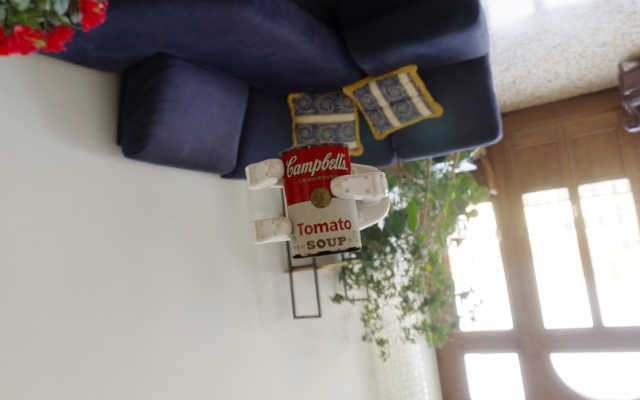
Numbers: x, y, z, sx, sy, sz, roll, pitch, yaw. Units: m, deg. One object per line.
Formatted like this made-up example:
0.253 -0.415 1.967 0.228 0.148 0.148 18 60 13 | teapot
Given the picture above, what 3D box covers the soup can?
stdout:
0.000 0.002 0.455 0.068 0.102 0.068 -7 -6 -1 | soup can
